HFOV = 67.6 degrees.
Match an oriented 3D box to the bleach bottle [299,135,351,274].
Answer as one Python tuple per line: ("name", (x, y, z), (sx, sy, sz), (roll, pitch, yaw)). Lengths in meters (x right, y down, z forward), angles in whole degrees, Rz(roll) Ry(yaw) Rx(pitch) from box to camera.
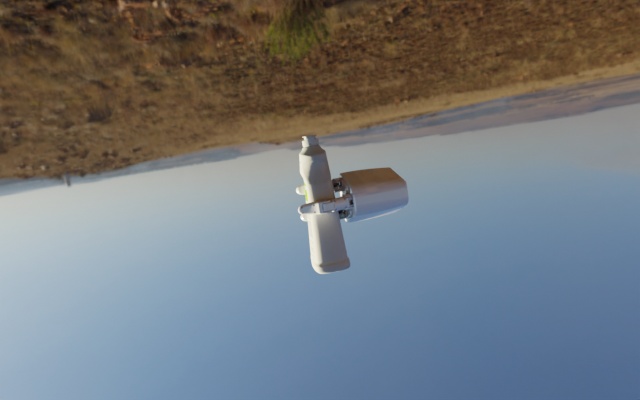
("bleach bottle", (0.000, 0.003, 0.897), (0.068, 0.251, 0.102), (-10, 7, -9))
